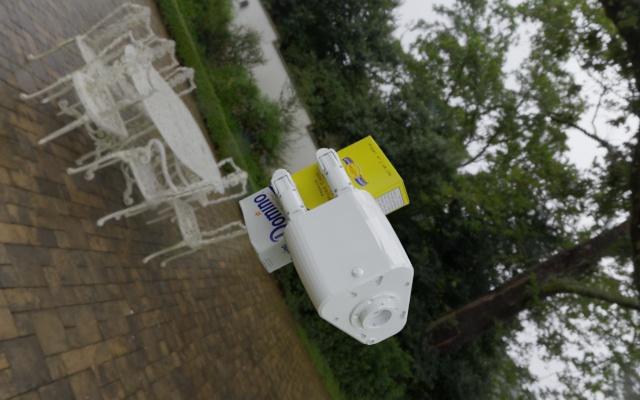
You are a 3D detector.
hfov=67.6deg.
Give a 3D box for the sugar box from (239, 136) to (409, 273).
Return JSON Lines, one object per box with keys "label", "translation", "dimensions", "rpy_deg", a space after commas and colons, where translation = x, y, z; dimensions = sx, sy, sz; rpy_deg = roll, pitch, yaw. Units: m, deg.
{"label": "sugar box", "translation": [0.000, 0.001, 0.546], "dimensions": [0.176, 0.048, 0.093], "rpy_deg": [-25, 45, -2]}
